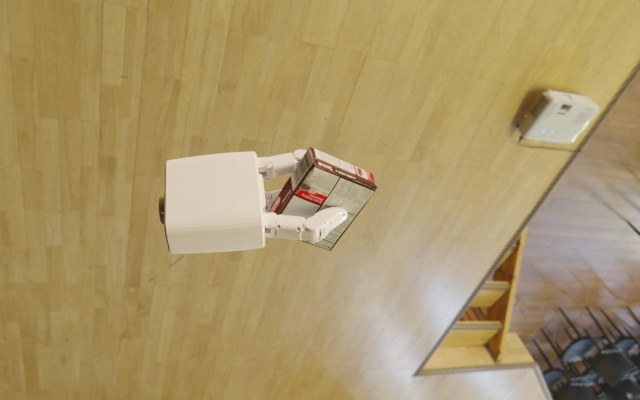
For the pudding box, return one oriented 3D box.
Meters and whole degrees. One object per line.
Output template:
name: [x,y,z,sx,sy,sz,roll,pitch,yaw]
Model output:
pudding box: [0.000,0.002,0.576,0.090,0.113,0.039,20,34,-24]
